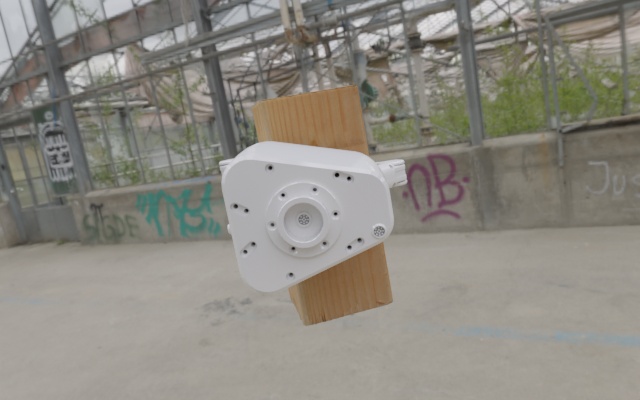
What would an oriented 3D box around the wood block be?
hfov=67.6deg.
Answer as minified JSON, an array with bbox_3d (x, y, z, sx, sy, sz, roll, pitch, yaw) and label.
[{"bbox_3d":[0.000,0.001,0.469,0.091,0.206,0.090,-12,10,-11],"label":"wood block"}]
